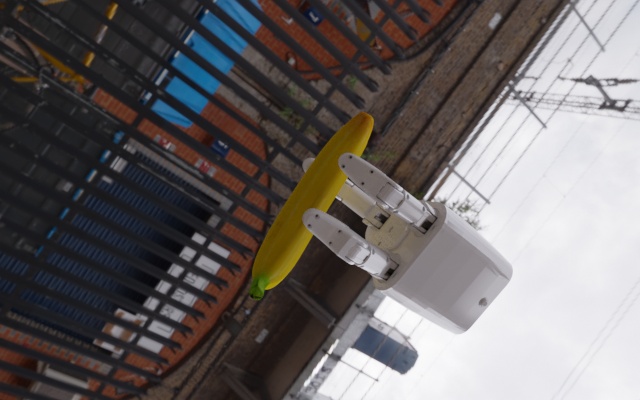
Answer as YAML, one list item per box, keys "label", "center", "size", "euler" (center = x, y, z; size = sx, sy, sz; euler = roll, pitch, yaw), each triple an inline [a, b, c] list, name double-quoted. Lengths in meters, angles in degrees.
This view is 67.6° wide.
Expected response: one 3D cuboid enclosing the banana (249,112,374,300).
- label: "banana"
  center: [-0.009, 0.006, 0.442]
  size: [0.037, 0.197, 0.069]
  euler: [35, -18, -16]
